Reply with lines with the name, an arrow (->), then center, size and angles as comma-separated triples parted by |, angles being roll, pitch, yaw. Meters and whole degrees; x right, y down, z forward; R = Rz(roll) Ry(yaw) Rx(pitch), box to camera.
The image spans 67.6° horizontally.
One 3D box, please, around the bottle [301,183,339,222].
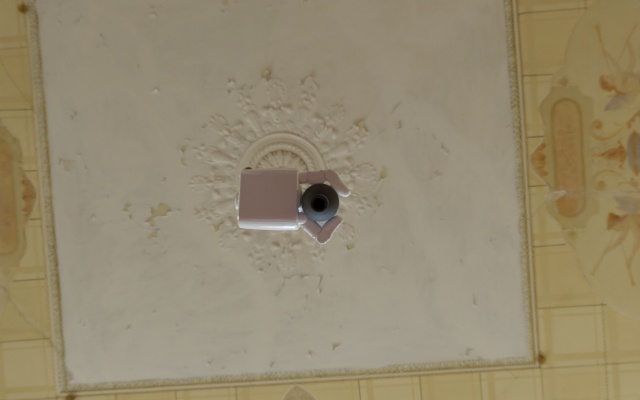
bottle -> 0.000, 0.003, 0.859 | 0.069, 0.069, 0.295 | 0, 1, 1
